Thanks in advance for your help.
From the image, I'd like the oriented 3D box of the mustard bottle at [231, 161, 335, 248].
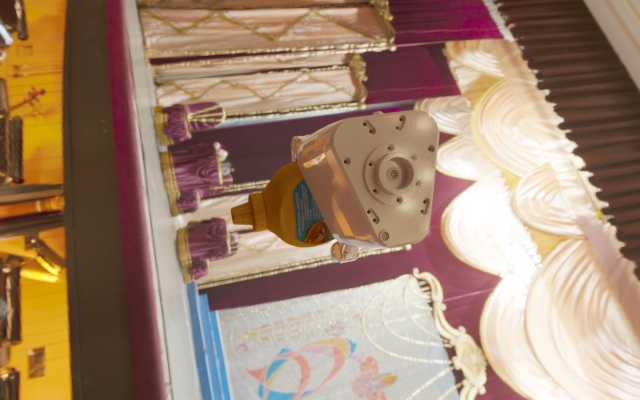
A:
[{"bbox_3d":[0.000,0.002,0.517,0.191,0.096,0.058,-10,26,-15],"label":"mustard bottle"}]
